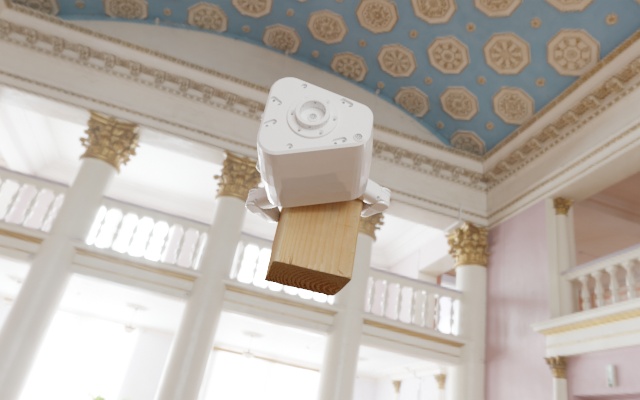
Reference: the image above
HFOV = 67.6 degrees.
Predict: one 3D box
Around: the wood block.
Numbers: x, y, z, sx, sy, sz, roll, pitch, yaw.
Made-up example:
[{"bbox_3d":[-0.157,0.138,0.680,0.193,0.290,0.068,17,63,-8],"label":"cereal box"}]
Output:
[{"bbox_3d":[0.000,0.002,0.596,0.091,0.206,0.090,15,-26,-7],"label":"wood block"}]
